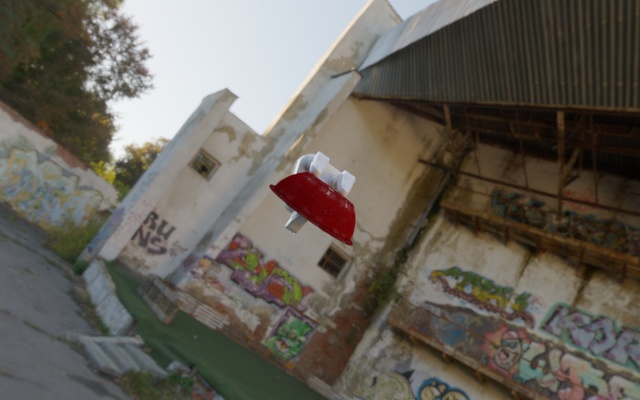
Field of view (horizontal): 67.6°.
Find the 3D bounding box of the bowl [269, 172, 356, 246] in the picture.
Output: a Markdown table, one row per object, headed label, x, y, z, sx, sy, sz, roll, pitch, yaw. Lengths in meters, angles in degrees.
| label | x | y | z | sx | sy | sz | roll | pitch | yaw |
| --- | --- | --- | --- | --- | --- | --- | --- | --- | --- |
| bowl | 0.001 | 0.002 | 0.750 | 0.162 | 0.055 | 0.162 | 36 | 4 | -3 |
